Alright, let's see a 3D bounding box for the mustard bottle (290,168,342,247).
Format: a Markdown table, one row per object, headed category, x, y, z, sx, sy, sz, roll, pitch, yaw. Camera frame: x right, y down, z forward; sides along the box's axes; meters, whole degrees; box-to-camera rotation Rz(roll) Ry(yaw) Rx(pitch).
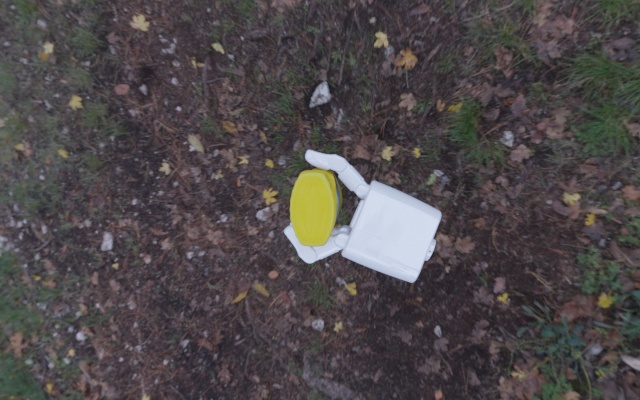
| category | x | y | z | sx | sy | sz | roll | pitch | yaw |
| --- | --- | --- | --- | --- | --- | --- | --- | --- | --- |
| mustard bottle | 0.000 | 0.002 | 0.682 | 0.058 | 0.096 | 0.191 | -1 | 6 | 7 |
